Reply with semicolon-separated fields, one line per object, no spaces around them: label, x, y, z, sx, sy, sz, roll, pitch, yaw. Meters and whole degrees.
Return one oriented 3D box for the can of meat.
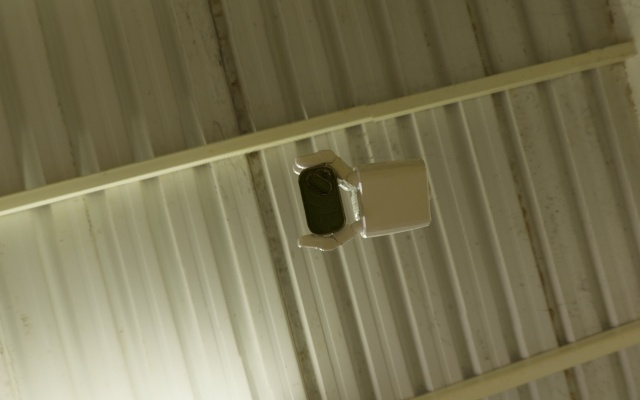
can of meat;0.000;0.003;0.735;0.057;0.102;0.084;-12;-4;-4
